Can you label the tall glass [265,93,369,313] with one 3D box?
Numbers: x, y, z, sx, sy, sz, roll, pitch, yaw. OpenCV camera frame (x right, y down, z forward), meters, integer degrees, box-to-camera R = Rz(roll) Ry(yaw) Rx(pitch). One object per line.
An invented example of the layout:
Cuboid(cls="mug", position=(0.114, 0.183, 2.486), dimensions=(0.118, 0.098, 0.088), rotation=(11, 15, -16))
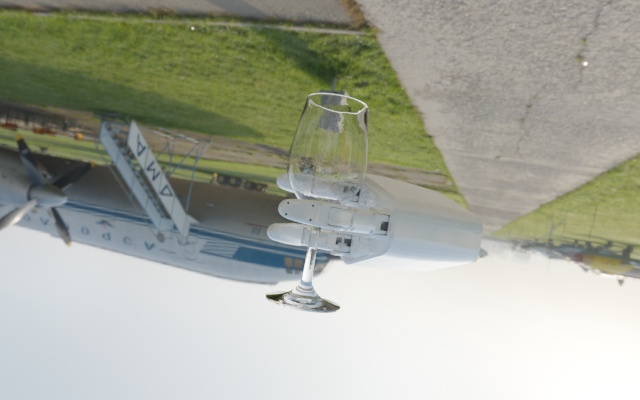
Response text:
Cuboid(cls="tall glass", position=(0.000, 0.002, 0.467), dimensions=(0.079, 0.201, 0.079), rotation=(10, -1, 0))
